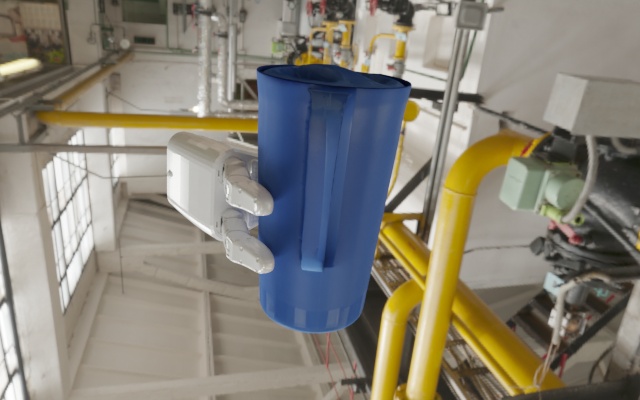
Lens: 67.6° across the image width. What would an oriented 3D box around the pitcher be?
[{"bbox_3d":[0.000,0.001,0.443,0.149,0.243,0.145,-14,28,-41],"label":"pitcher"}]
